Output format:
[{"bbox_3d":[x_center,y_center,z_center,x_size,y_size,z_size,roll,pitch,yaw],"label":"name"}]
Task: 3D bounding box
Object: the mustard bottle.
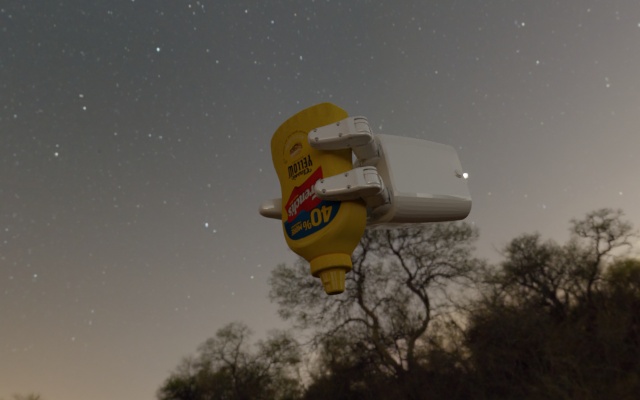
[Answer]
[{"bbox_3d":[0.000,0.001,0.490,0.096,0.191,0.058,-26,-28,33],"label":"mustard bottle"}]
